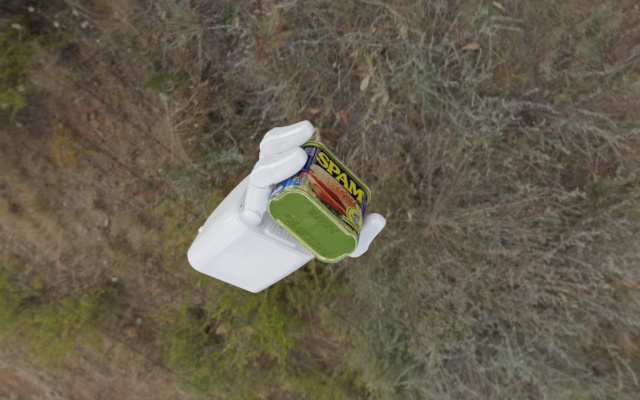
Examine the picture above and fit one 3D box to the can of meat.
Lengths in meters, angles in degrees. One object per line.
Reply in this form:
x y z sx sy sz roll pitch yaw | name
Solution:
0.000 0.002 0.491 0.057 0.102 0.084 -34 23 33 | can of meat
